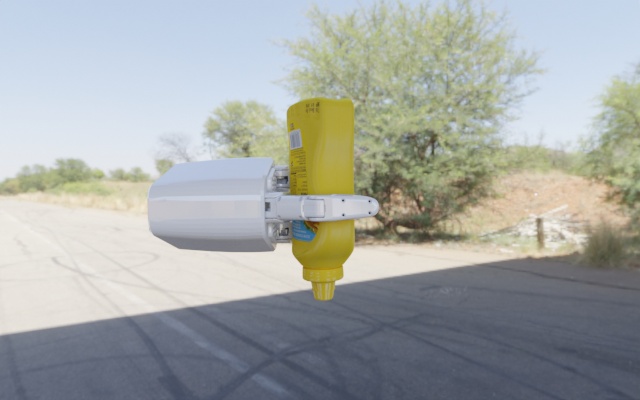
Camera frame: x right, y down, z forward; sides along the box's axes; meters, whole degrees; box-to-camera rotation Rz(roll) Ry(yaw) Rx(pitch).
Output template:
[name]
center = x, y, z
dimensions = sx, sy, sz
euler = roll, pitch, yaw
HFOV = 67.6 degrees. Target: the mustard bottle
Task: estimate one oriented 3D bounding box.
[mustard bottle]
center = 0.000, 0.001, 0.467
dimensions = 0.058, 0.191, 0.096
euler = -2, 2, -23
